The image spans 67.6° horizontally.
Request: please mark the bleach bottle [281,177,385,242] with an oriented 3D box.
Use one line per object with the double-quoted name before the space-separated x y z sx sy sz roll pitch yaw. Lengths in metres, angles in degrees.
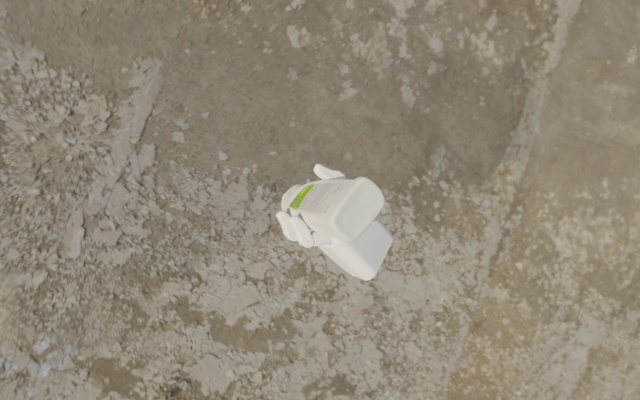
"bleach bottle" 0.000 0.003 0.825 0.068 0.102 0.251 46 -15 -24
